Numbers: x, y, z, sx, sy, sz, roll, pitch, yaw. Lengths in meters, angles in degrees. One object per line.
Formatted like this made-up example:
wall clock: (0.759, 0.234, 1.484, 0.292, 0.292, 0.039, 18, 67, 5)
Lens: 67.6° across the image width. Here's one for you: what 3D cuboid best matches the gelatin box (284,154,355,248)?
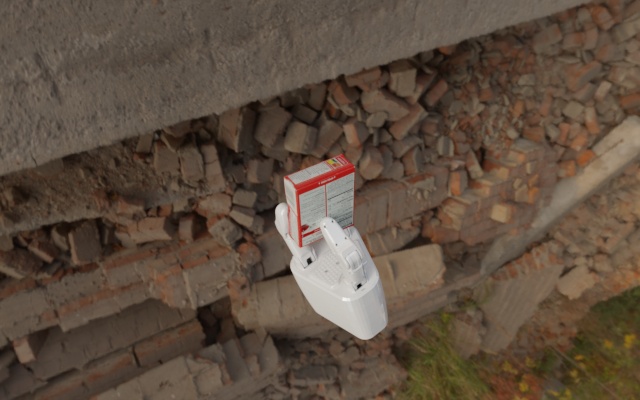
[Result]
gelatin box: (0.000, 0.002, 0.523, 0.073, 0.089, 0.030, -23, 46, -22)
